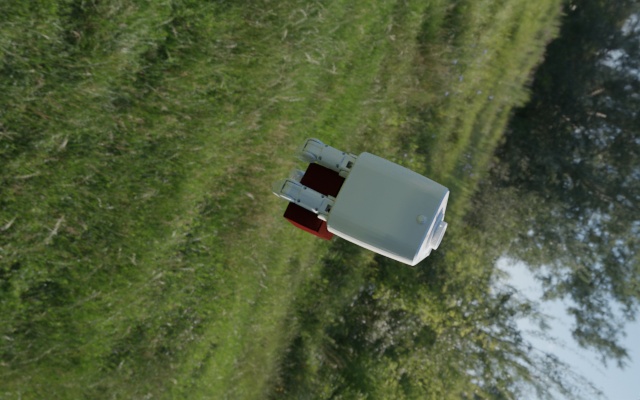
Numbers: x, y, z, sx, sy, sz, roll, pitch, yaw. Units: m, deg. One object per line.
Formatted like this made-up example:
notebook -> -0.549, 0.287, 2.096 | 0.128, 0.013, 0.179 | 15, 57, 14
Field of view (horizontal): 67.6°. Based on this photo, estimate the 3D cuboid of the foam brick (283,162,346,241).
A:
foam brick -> 0.000, 0.002, 0.580 | 0.051, 0.078, 0.053 | 24, -7, 22
